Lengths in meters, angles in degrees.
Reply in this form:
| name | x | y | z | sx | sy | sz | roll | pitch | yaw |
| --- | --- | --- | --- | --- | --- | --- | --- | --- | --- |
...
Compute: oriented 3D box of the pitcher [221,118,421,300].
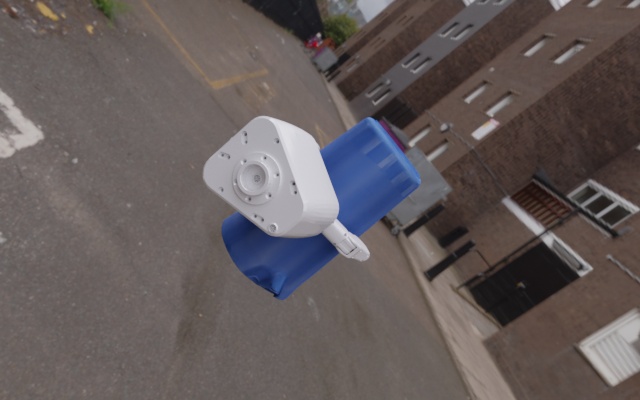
| name | x | y | z | sx | sy | sz | roll | pitch | yaw |
| --- | --- | --- | --- | --- | --- | --- | --- | --- | --- |
| pitcher | 0.000 | 0.002 | 0.622 | 0.243 | 0.149 | 0.145 | -38 | -14 | 12 |
